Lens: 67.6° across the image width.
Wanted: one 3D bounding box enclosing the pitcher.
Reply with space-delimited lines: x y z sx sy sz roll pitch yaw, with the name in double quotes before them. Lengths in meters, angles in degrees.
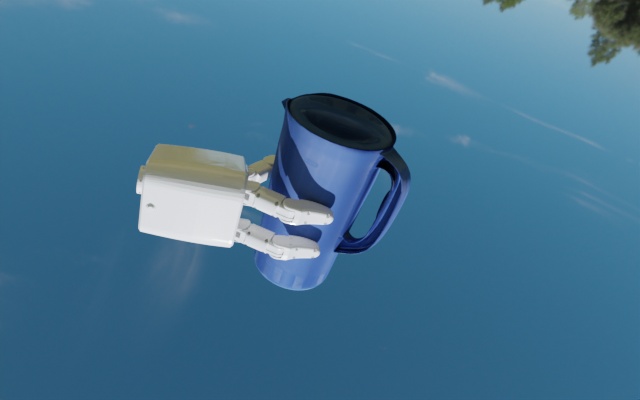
"pitcher" 0.000 0.002 0.603 0.145 0.243 0.149 8 35 -17
